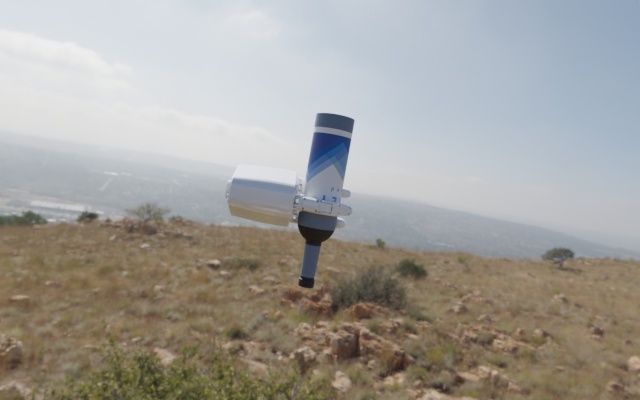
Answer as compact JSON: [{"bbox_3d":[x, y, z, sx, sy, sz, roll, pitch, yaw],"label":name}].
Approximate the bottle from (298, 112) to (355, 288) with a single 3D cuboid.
[{"bbox_3d":[0.000,0.002,0.816,0.069,0.296,0.069,10,2,0],"label":"bottle"}]
